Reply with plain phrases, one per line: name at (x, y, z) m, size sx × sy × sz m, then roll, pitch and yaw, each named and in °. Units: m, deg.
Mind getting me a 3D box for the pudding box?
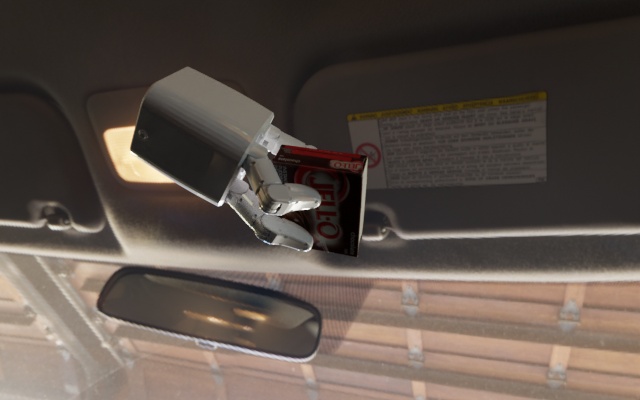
pudding box at (0.000, 0.001, 0.490) m, size 0.090 × 0.114 × 0.039 m, roll 9°, pitch 43°, yaw 12°
